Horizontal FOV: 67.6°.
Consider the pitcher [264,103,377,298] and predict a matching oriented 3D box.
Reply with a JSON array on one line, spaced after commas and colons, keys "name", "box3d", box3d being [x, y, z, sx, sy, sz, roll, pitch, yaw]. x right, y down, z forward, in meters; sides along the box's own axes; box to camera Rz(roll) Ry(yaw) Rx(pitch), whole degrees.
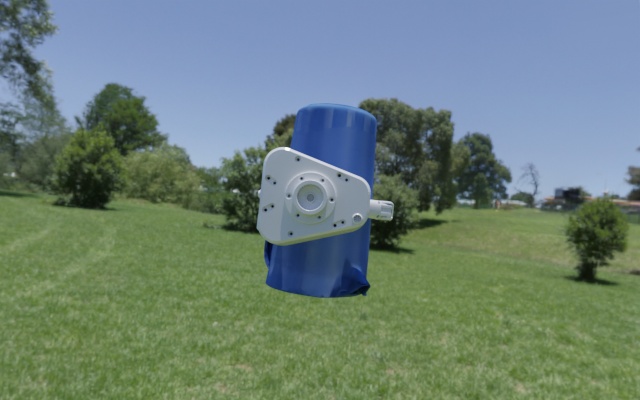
[{"name": "pitcher", "box3d": [0.000, 0.002, 0.637, 0.149, 0.243, 0.145, 7, -2, 1]}]
